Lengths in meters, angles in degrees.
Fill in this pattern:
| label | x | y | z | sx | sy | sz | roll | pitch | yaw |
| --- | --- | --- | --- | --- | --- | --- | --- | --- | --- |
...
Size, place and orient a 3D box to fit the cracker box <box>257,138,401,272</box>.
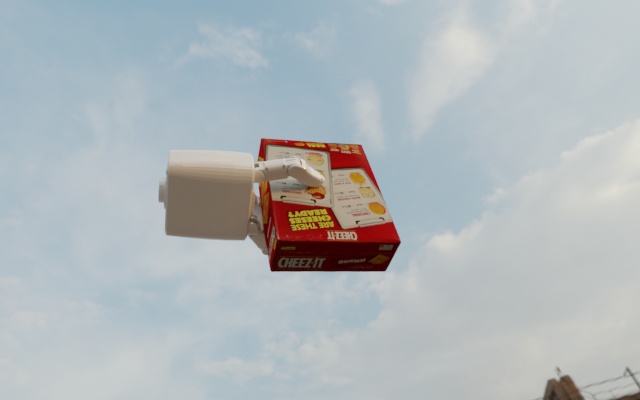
| label | x | y | z | sx | sy | sz | roll | pitch | yaw |
| --- | --- | --- | --- | --- | --- | --- | --- | --- | --- |
| cracker box | 0.000 | 0.002 | 0.682 | 0.164 | 0.072 | 0.213 | 2 | 42 | -16 |
